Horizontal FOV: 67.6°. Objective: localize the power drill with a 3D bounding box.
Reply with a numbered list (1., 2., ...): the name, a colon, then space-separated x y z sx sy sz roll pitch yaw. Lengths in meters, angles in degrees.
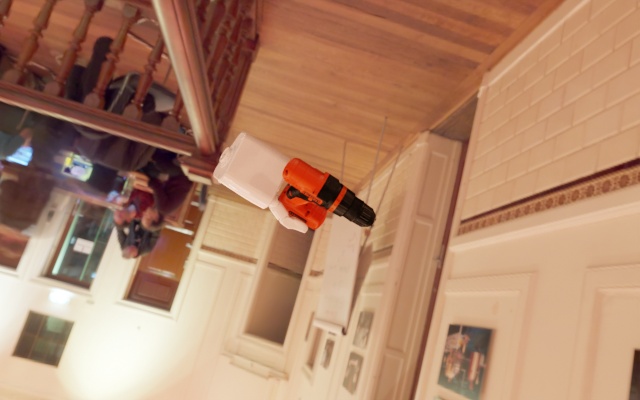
1. power drill: 0.000 0.003 0.897 0.184 0.057 0.188 34 -21 -6
